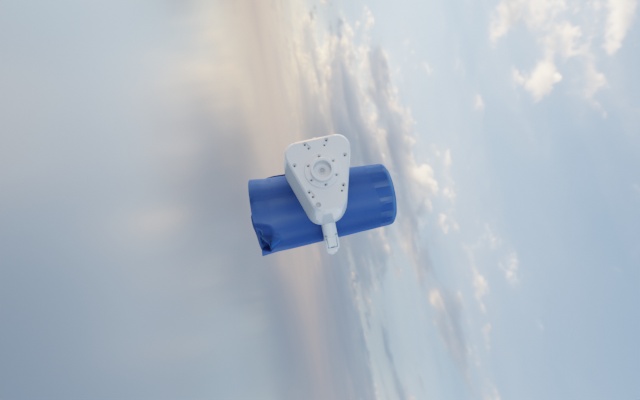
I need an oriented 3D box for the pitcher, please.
[{"bbox_3d":[0.000,0.003,0.833,0.243,0.149,0.145,-10,-9,-3],"label":"pitcher"}]
